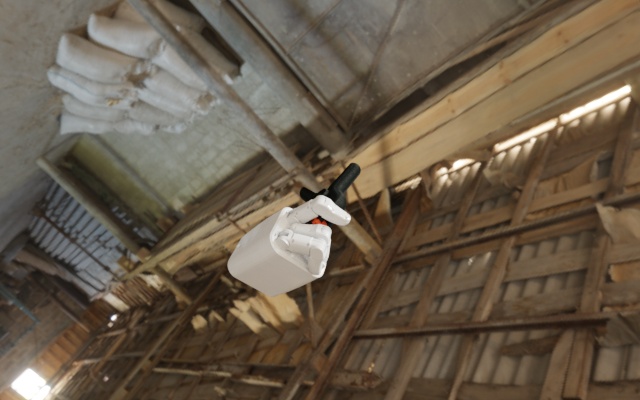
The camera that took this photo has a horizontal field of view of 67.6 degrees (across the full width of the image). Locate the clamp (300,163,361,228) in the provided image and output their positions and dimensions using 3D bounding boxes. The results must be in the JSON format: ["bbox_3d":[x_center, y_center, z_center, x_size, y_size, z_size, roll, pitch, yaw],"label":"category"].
[{"bbox_3d":[0.001,0.003,0.788,0.120,0.039,0.171,-28,19,31],"label":"clamp"}]
